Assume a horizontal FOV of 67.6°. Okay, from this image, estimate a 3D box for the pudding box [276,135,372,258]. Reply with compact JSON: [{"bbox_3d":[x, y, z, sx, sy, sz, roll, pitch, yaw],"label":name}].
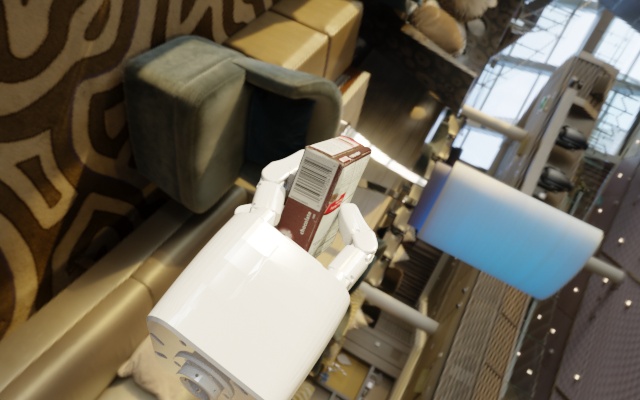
[{"bbox_3d":[0.000,0.002,0.437,0.039,0.113,0.090,29,22,13],"label":"pudding box"}]
